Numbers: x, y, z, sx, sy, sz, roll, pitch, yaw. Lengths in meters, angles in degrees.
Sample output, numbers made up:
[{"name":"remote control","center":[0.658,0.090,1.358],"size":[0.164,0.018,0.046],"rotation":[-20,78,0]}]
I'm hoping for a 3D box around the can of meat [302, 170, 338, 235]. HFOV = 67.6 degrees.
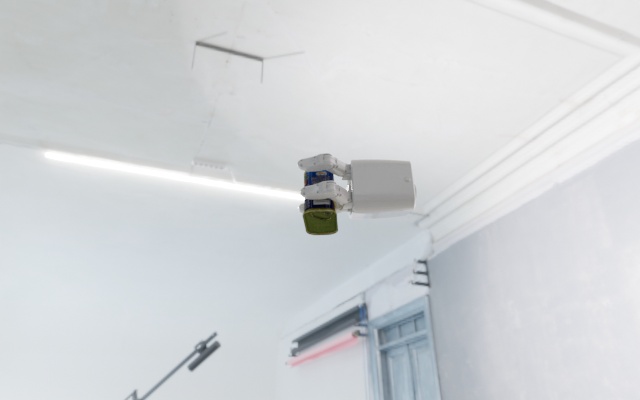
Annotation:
[{"name":"can of meat","center":[0.000,0.002,0.831],"size":[0.057,0.084,0.102],"rotation":[-2,-26,3]}]
